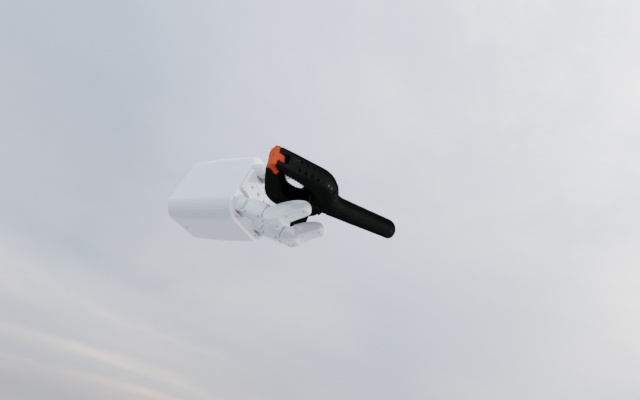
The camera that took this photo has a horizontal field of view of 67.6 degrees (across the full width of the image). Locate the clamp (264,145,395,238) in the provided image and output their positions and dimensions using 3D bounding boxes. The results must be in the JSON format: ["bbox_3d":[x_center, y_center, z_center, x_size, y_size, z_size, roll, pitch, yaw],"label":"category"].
[{"bbox_3d":[0.000,0.001,0.619,0.164,0.036,0.210,-4,-33,20],"label":"clamp"}]
